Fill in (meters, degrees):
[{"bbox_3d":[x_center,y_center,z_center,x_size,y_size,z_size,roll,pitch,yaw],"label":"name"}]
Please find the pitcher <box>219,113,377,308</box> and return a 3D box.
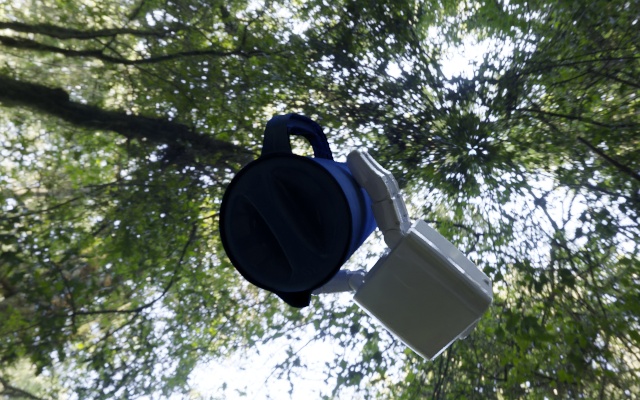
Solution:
[{"bbox_3d":[0.000,0.002,0.544,0.145,0.149,0.243,38,15,11],"label":"pitcher"}]
